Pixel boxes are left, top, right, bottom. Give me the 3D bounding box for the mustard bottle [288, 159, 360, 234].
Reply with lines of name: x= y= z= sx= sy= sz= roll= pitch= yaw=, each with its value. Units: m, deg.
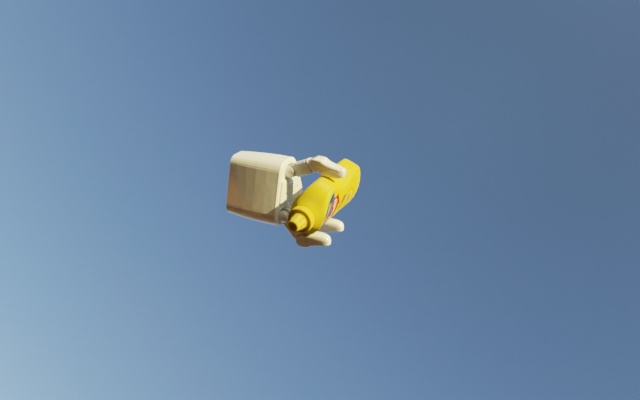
mustard bottle: x=0.001 y=0.003 z=0.782 sx=0.058 sy=0.096 sz=0.191 roll=33 pitch=33 yaw=11
